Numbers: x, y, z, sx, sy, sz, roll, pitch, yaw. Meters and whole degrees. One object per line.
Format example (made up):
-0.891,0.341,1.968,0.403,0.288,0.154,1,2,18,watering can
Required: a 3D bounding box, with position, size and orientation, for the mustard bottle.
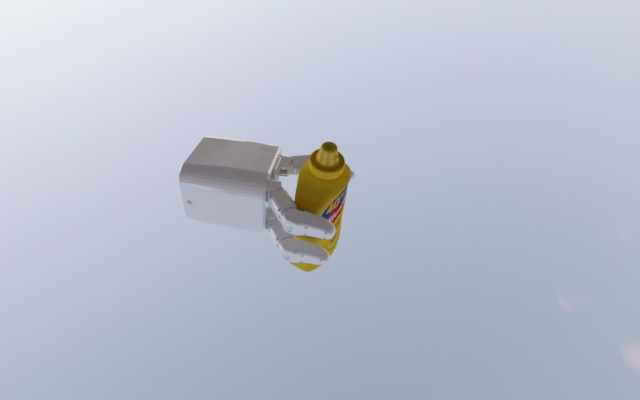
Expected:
0.000,0.002,0.595,0.058,0.192,0.096,27,52,16,mustard bottle
